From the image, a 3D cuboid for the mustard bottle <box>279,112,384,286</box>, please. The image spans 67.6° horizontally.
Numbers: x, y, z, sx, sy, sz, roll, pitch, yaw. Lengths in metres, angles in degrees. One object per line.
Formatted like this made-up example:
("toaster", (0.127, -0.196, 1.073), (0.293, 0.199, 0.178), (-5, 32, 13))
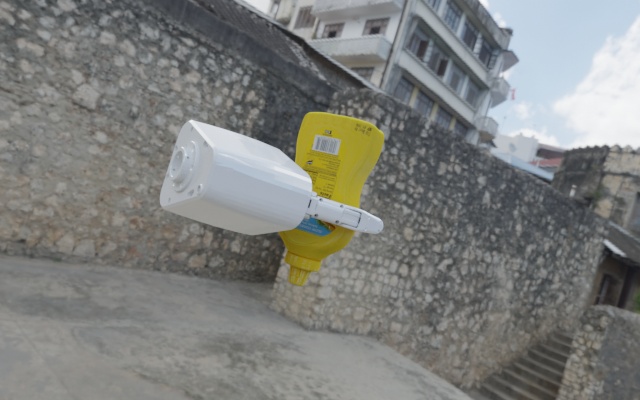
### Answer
("mustard bottle", (0.000, 0.002, 0.535), (0.096, 0.191, 0.058), (16, -2, 29))
